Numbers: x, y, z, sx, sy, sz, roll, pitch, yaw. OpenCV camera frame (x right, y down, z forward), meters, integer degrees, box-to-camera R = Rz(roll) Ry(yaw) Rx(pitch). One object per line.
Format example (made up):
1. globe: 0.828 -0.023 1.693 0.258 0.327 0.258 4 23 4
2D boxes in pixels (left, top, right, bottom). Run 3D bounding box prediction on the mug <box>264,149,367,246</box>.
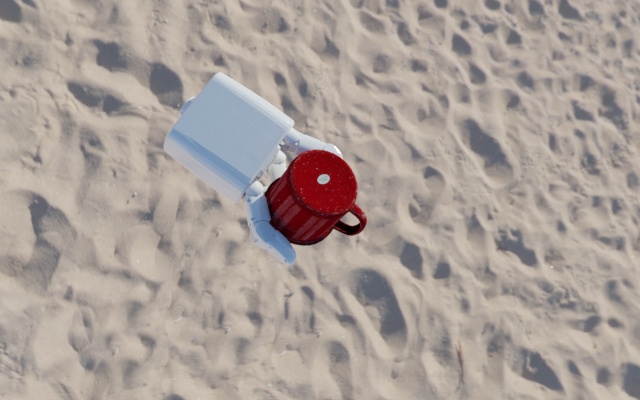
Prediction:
1. mug: 0.001 0.003 0.539 0.117 0.093 0.081 35 -31 -5
